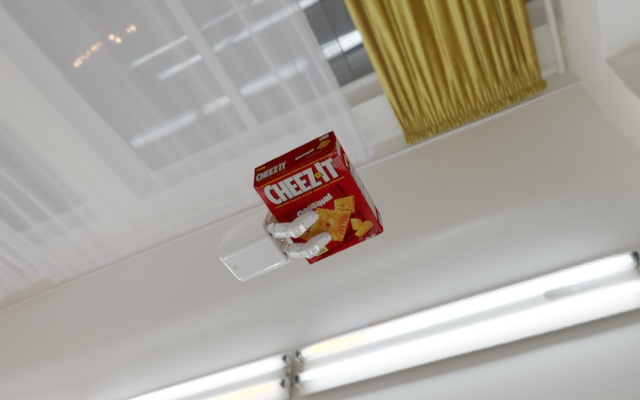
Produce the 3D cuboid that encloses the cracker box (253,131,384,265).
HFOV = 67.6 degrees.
[{"bbox_3d":[0.000,0.003,0.884,0.164,0.214,0.072,-25,34,13],"label":"cracker box"}]
